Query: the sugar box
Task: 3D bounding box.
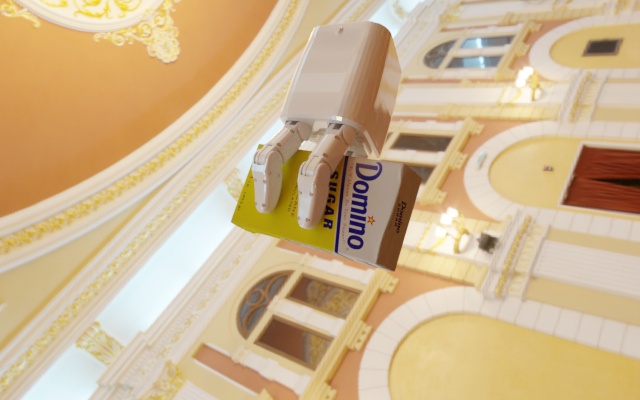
[{"bbox_3d":[0.000,0.001,0.464,0.176,0.093,0.048,10,-12,37],"label":"sugar box"}]
